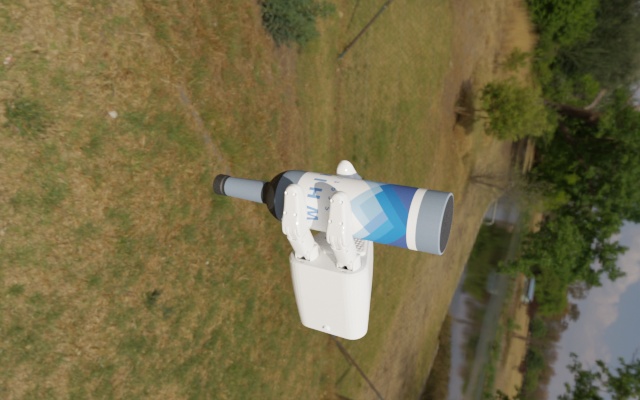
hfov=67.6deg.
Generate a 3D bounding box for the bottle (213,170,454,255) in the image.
[{"bbox_3d":[0.000,0.002,0.560,0.295,0.069,0.069,10,4,24],"label":"bottle"}]
